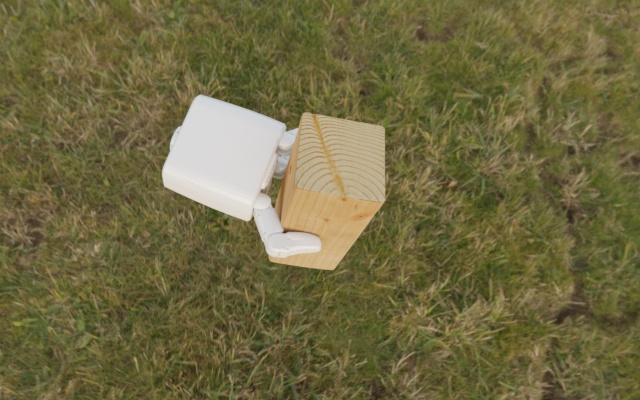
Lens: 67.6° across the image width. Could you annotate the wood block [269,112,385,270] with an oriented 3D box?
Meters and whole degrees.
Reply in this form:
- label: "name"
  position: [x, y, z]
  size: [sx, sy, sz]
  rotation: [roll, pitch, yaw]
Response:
- label: "wood block"
  position: [0.000, 0.002, 0.556]
  size: [0.090, 0.090, 0.206]
  rotation: [9, -28, -9]
